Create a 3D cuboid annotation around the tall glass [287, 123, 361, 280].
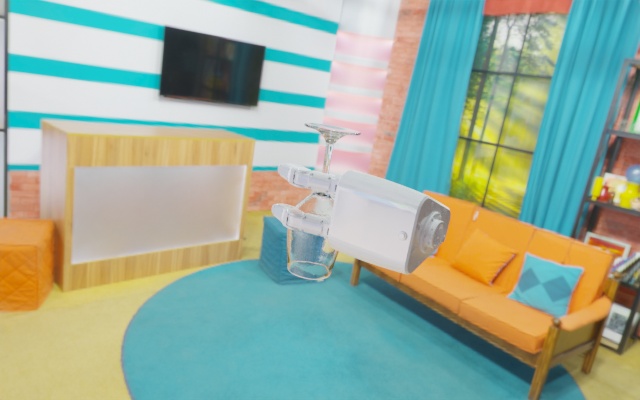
[{"bbox_3d":[0.000,0.001,0.640,0.079,0.201,0.079,9,14,-2],"label":"tall glass"}]
